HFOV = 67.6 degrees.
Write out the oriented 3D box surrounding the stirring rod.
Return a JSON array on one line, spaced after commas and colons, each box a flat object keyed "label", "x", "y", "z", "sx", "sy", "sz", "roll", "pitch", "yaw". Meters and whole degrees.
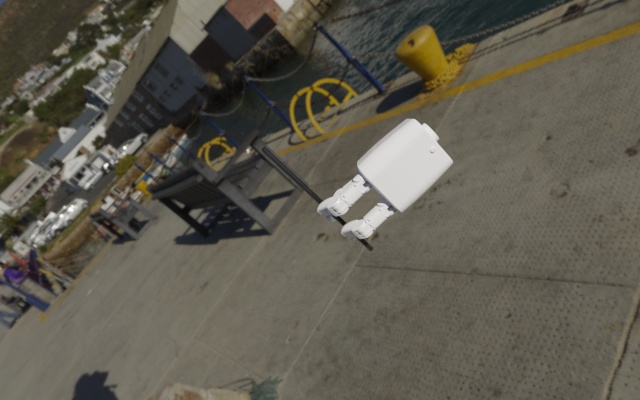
[{"label": "stirring rod", "x": 0.000, "y": 0.002, "z": 0.727, "sx": 0.239, "sy": 0.011, "sz": 0.011, "roll": 43, "pitch": -19, "yaw": -21}]
